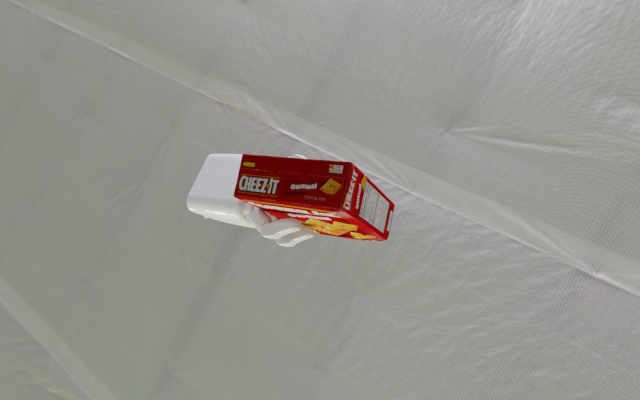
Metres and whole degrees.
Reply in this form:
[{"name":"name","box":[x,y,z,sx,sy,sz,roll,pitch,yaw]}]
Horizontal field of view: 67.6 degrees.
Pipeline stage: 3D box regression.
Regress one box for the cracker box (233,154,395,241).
[{"name":"cracker box","box":[0.000,0.002,0.704,0.164,0.072,0.214,6,-12,25]}]
